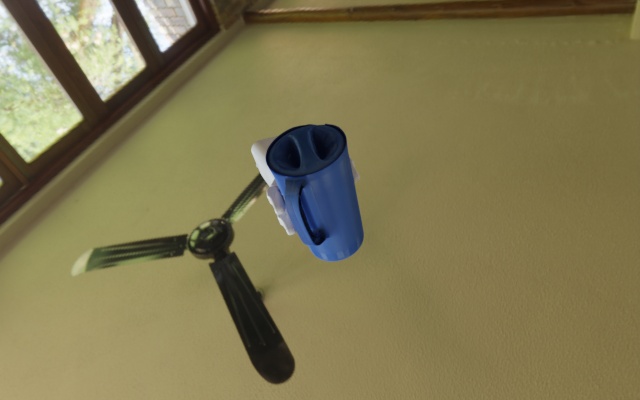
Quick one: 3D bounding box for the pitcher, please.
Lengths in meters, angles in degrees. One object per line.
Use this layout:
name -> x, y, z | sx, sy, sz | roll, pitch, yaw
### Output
pitcher -> 0.000, 0.003, 0.826 | 0.149, 0.243, 0.145 | -32, 44, -14
